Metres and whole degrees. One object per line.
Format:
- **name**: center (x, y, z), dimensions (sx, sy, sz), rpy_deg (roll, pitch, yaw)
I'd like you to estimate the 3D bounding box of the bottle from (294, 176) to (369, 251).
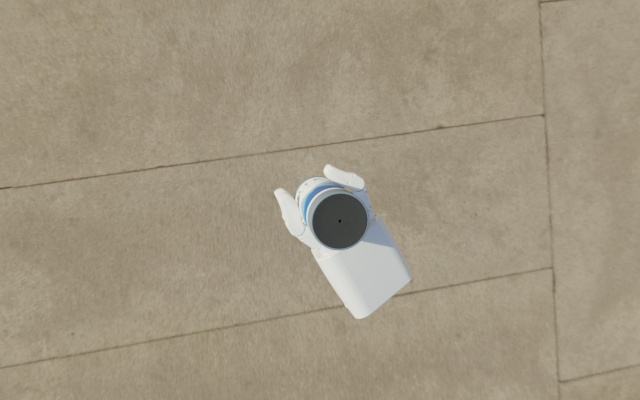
- **bottle**: center (0.000, 0.002, 0.666), dimensions (0.069, 0.069, 0.295), rpy_deg (0, 8, -8)
